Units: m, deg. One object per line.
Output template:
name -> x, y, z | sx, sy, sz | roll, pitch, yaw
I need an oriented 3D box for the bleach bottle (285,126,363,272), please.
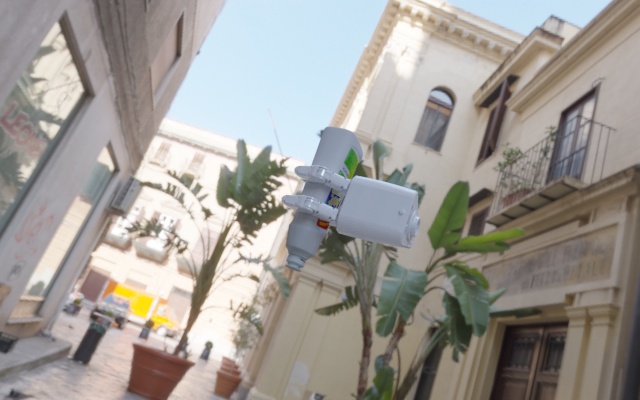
bleach bottle -> 0.000, 0.003, 0.818 | 0.068, 0.250, 0.103 | 14, -20, 21
